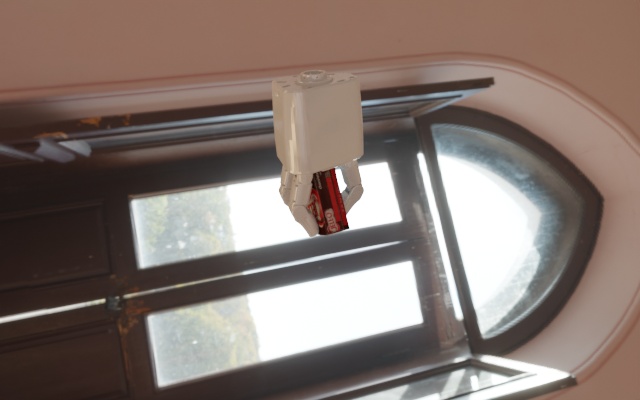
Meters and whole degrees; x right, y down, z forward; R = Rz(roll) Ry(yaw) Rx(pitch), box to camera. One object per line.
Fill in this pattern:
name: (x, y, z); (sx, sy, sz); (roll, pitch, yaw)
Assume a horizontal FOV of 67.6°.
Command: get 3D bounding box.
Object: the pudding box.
pudding box: (0.000, 0.002, 0.675); (0.039, 0.090, 0.113); (-13, 0, -13)
